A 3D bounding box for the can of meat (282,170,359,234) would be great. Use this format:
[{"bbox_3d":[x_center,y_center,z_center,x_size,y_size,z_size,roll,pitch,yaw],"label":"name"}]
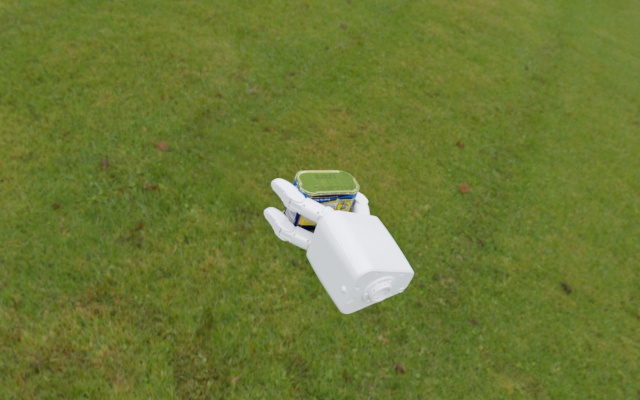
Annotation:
[{"bbox_3d":[0.000,0.002,0.719,0.102,0.084,0.057,-3,44,-27],"label":"can of meat"}]
